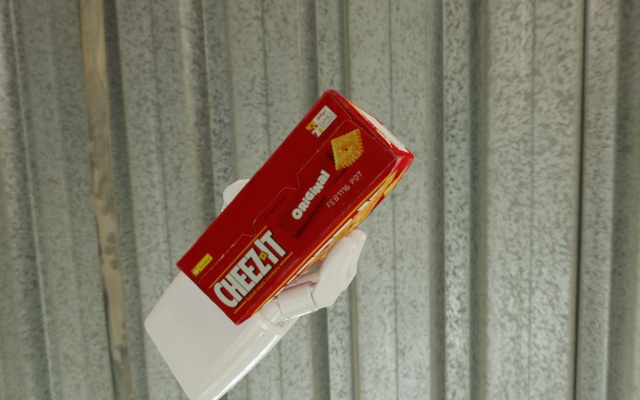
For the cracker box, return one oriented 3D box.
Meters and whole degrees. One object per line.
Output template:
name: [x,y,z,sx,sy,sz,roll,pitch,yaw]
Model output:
cracker box: [0.000,0.001,0.412,0.072,0.164,0.213,44,13,6]
